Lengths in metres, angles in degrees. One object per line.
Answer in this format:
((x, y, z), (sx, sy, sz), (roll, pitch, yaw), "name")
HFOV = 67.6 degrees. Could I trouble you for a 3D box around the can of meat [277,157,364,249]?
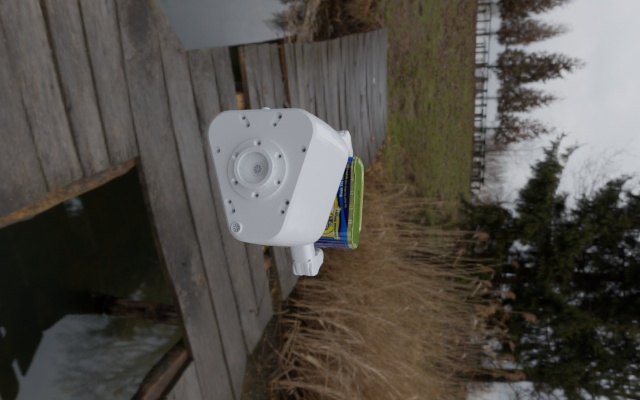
((0.000, 0.002, 0.515), (0.084, 0.102, 0.057), (2, -7, 15), "can of meat")
